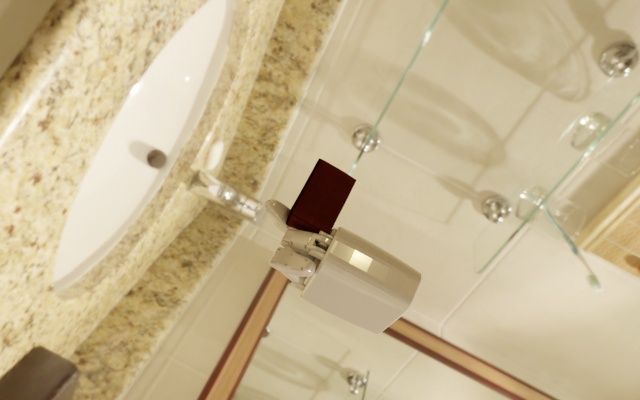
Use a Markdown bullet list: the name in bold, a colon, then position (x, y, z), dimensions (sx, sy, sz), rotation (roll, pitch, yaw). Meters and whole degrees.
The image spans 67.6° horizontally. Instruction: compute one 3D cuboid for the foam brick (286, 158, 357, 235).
- **foam brick**: position (0.000, 0.002, 0.564), dimensions (0.051, 0.078, 0.053), rotation (28, -19, 1)
